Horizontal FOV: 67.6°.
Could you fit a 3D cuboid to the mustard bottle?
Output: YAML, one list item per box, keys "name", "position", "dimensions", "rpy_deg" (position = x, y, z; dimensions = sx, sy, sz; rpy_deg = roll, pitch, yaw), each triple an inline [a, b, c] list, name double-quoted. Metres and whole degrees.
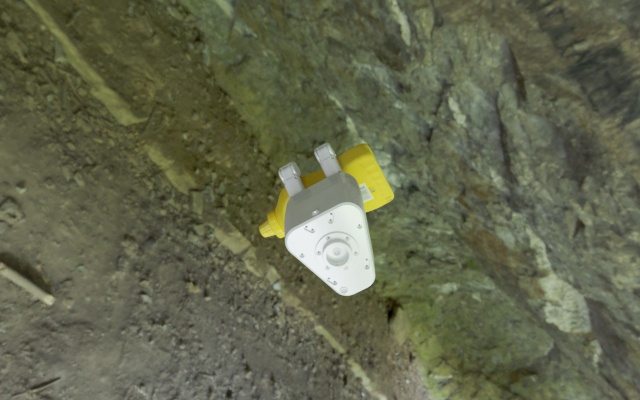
- name: "mustard bottle"
  position: [0.000, 0.002, 0.670]
  dimensions: [0.191, 0.058, 0.096]
  rpy_deg: [-28, -48, 8]
